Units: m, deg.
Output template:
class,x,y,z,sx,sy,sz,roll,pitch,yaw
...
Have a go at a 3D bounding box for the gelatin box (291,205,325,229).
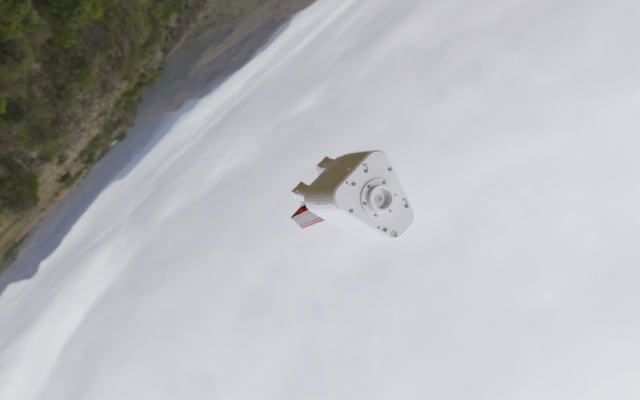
class,x,y,z,sx,sy,sz,roll,pitch,yaw
gelatin box,0.000,0.003,0.737,0.073,0.030,0.089,-50,11,-26
